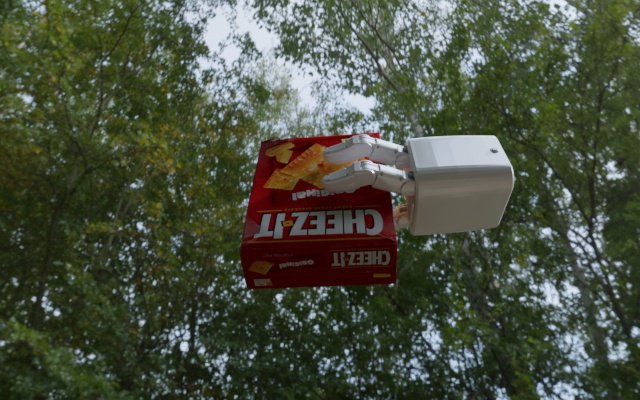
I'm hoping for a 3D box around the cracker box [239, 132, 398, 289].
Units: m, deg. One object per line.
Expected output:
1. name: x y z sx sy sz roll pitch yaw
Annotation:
1. cracker box: 0.000 0.002 0.576 0.164 0.072 0.213 -3 38 3
